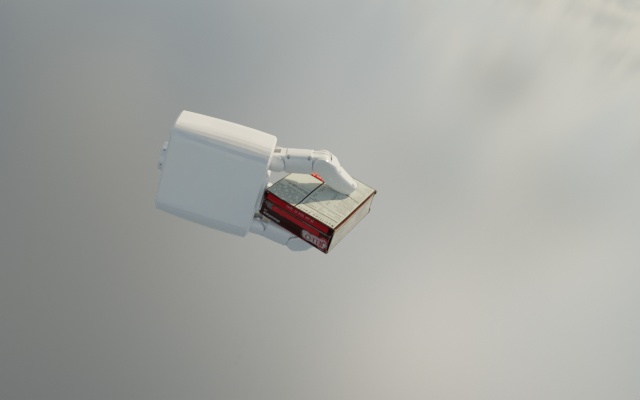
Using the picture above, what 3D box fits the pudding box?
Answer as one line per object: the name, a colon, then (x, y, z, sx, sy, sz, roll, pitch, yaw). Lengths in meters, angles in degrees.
pudding box: (0.000, 0.002, 0.540, 0.090, 0.039, 0.113, 31, 38, 16)
